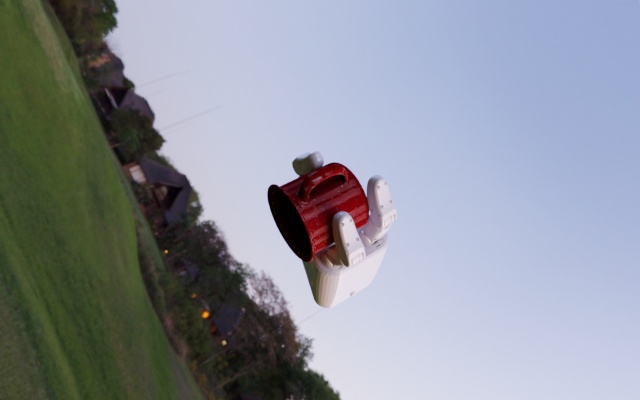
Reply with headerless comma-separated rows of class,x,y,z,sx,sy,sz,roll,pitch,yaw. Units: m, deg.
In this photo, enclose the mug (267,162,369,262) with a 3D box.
mug,0.000,0.001,0.516,0.081,0.093,0.117,-27,-29,-22
